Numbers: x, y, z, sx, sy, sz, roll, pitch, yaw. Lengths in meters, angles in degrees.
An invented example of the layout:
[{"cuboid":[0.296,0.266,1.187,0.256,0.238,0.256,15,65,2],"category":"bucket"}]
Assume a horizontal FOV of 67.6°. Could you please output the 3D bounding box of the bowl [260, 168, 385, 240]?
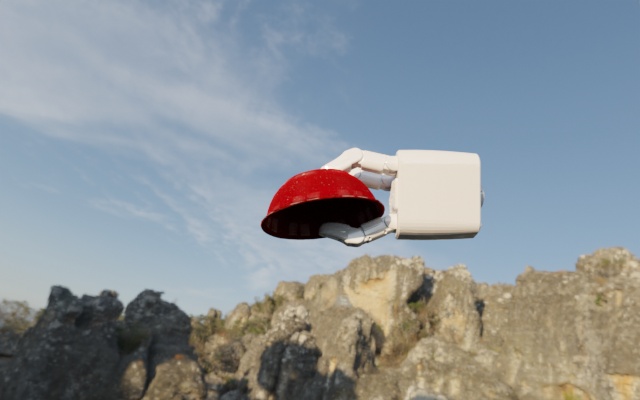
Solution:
[{"cuboid":[-0.001,0.002,0.625,0.162,0.055,0.162,-8,-21,-3],"category":"bowl"}]
